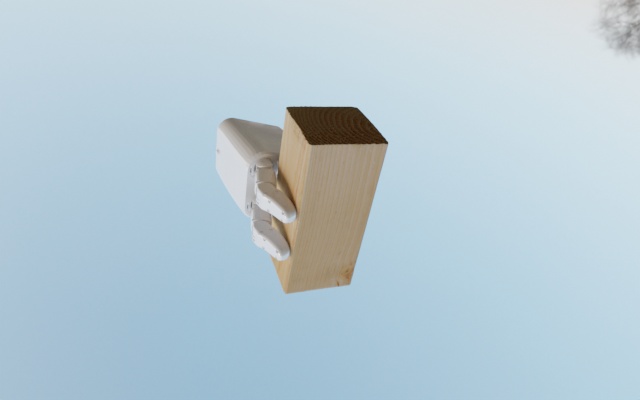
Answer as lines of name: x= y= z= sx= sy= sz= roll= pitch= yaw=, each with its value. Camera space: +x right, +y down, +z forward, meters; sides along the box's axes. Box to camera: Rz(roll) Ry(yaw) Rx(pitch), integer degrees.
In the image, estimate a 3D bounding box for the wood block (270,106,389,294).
wood block: x=0.000 y=0.002 z=0.566 sx=0.091 sy=0.206 sz=0.090 roll=-5 pitch=38 yaw=-21
